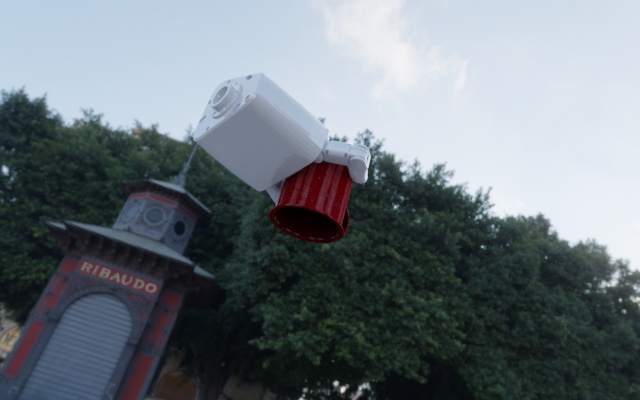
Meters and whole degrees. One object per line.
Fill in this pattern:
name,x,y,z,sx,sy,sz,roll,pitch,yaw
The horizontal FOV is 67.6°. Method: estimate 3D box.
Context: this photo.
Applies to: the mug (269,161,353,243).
mug,0.001,0.002,0.596,0.093,0.081,0.117,-11,-38,41
